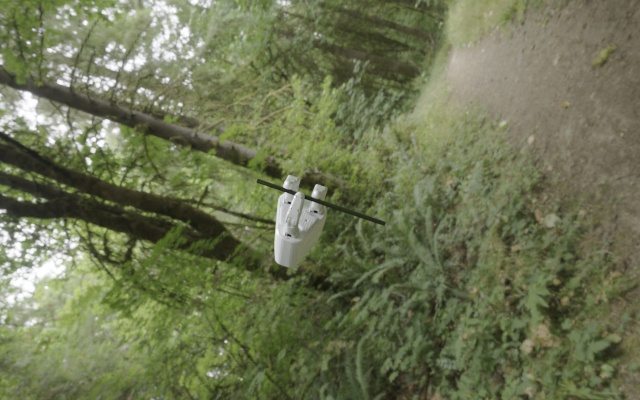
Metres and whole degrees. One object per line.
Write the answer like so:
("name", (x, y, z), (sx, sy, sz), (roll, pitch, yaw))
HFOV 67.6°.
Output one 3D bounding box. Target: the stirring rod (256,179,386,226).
("stirring rod", (0.000, 0.003, 0.848), (0.239, 0.011, 0.011), (19, 1, 4))
